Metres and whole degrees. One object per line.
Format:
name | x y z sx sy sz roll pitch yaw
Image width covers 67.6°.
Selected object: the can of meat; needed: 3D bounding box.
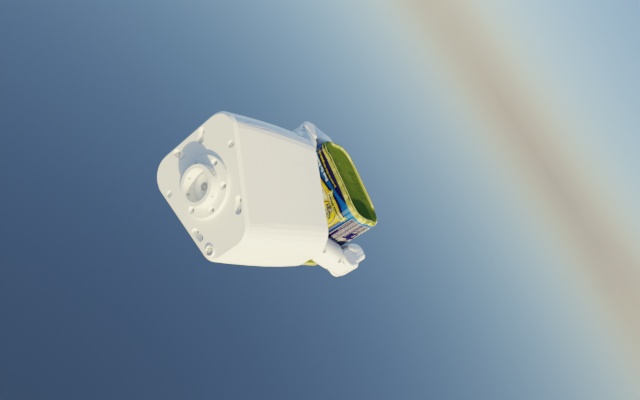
can of meat | 0.000 0.002 0.488 0.084 0.102 0.057 -34 -25 24
